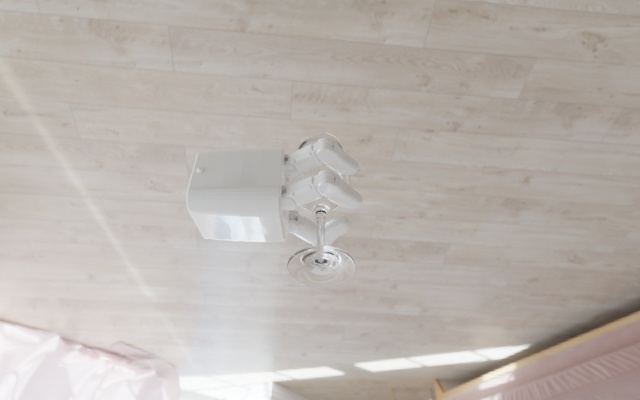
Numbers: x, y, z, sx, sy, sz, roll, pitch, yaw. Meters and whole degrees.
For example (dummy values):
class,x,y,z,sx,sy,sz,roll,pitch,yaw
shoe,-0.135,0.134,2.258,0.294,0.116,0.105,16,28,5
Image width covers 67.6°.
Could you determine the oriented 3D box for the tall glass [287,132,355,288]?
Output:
class,x,y,z,sx,sy,sz,roll,pitch,yaw
tall glass,0.000,0.002,0.585,0.079,0.200,0.079,0,-44,0
